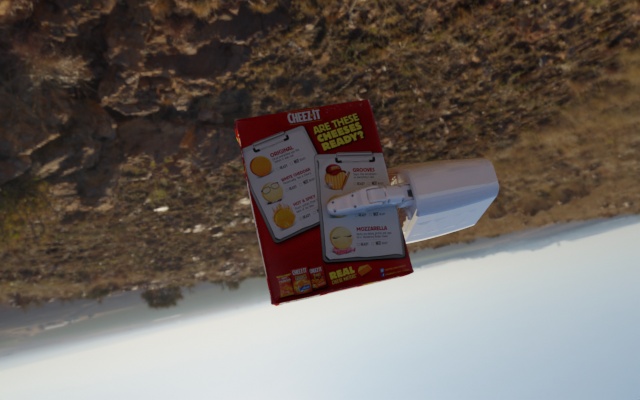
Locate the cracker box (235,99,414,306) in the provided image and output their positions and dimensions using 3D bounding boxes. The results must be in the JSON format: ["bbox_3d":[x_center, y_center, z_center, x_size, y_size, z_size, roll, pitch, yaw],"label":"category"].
[{"bbox_3d":[0.000,0.002,0.567,0.164,0.213,0.072,-11,-11,-11],"label":"cracker box"}]
